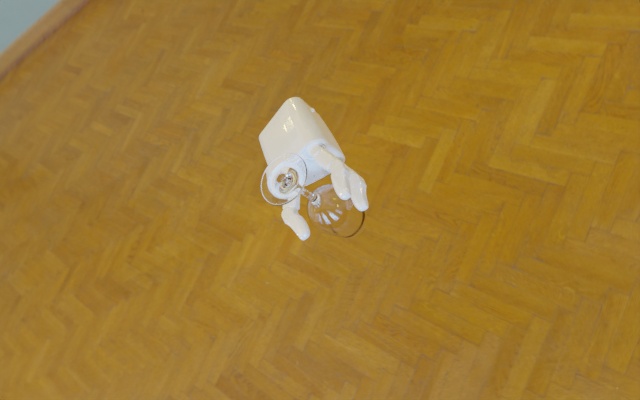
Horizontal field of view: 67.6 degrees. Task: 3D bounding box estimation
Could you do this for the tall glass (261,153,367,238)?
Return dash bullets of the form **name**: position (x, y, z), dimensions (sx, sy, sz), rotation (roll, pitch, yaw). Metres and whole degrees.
- **tall glass**: position (0.000, 0.002, 0.714), dimensions (0.079, 0.079, 0.201), rotation (0, -19, 32)
